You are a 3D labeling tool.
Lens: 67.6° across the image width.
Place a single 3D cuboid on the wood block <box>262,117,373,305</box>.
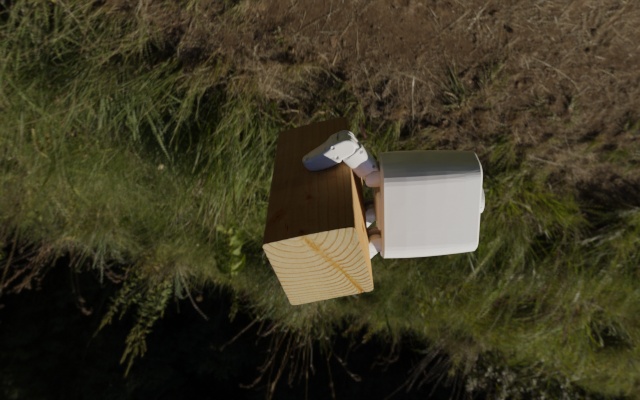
[{"bbox_3d":[0.000,0.002,0.536,0.090,0.091,0.206,-12,37,9],"label":"wood block"}]
